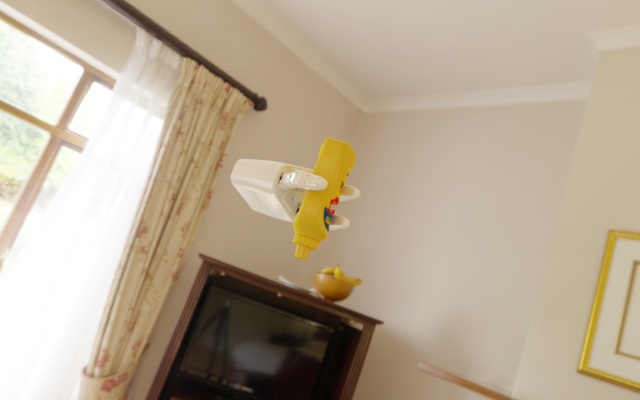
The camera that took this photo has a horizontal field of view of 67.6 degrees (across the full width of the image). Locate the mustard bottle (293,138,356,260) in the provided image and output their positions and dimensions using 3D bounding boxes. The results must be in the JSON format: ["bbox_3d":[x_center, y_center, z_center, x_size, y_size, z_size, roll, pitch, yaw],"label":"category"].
[{"bbox_3d":[0.001,0.002,0.765,0.058,0.191,0.096,18,-12,11],"label":"mustard bottle"}]
